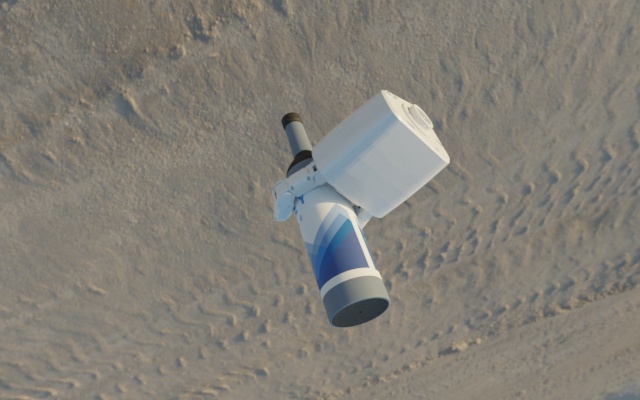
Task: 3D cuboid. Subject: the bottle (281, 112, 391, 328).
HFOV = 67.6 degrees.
[{"bbox_3d":[0.000,0.002,0.572,0.069,0.295,0.069,-13,-36,-10],"label":"bottle"}]
